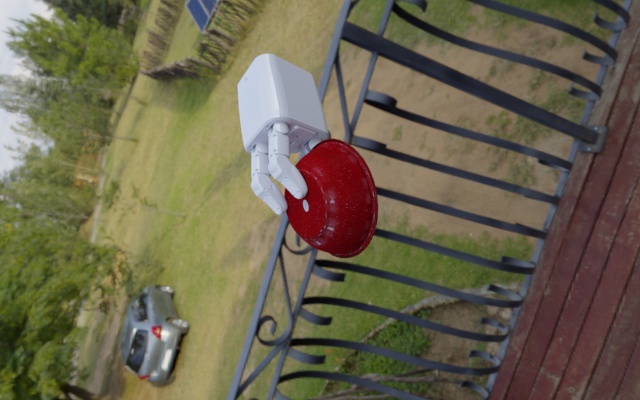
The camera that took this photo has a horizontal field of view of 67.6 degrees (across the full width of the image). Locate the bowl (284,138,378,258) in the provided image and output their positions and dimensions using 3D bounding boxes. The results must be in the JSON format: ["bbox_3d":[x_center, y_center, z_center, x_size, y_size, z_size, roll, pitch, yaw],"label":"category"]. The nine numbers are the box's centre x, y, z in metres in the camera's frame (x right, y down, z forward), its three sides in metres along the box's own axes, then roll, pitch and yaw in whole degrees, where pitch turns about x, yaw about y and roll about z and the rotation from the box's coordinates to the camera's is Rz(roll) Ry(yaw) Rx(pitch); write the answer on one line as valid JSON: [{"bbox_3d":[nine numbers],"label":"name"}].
[{"bbox_3d":[0.000,0.003,0.622,0.055,0.162,0.162,-11,7,-37],"label":"bowl"}]
